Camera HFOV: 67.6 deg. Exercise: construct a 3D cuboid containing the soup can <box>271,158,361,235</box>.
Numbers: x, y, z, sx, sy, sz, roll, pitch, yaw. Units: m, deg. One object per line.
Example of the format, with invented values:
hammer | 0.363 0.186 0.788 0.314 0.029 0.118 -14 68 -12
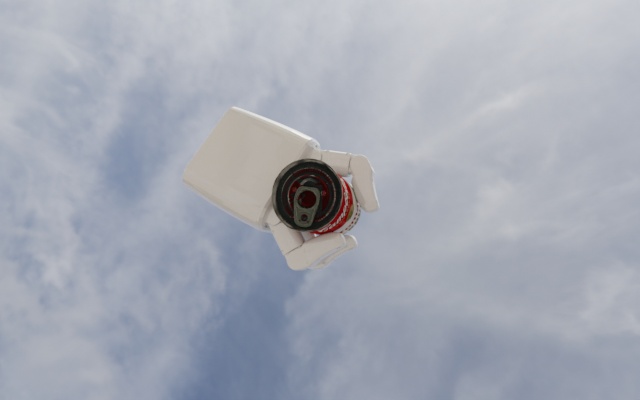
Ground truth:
soup can | 0.001 0.002 0.481 0.068 0.068 0.102 0 -8 15
